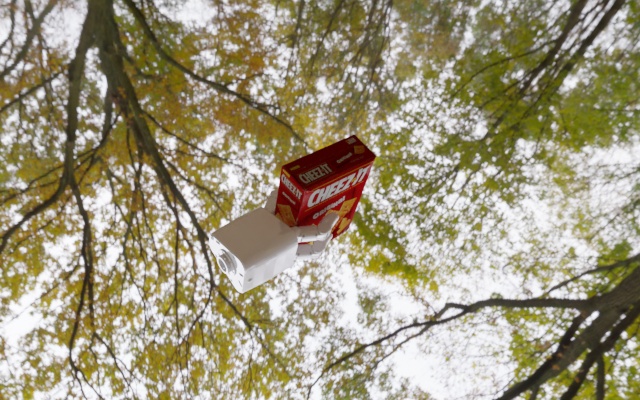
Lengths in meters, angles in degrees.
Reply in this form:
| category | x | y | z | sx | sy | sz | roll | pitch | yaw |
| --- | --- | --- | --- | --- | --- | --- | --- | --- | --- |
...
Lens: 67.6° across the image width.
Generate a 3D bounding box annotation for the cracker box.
| category | x | y | z | sx | sy | sz | roll | pitch | yaw |
| --- | --- | --- | --- | --- | --- | --- | --- | --- | --- |
| cracker box | 0.000 | 0.003 | 0.868 | 0.164 | 0.072 | 0.214 | -28 | -29 | -32 |
